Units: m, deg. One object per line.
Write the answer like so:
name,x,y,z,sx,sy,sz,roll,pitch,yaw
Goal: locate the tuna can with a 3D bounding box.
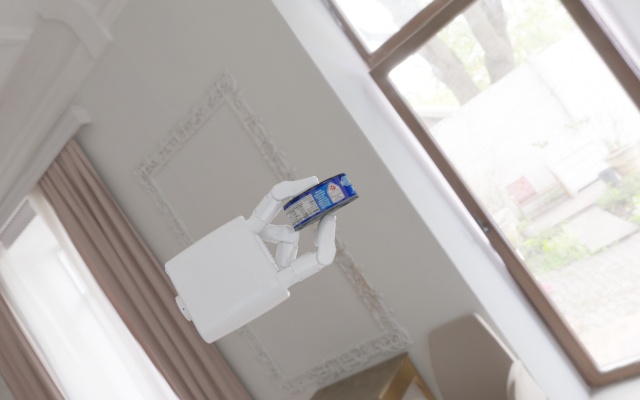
tuna can,0.000,0.001,0.560,0.086,0.034,0.086,-29,-4,-2
